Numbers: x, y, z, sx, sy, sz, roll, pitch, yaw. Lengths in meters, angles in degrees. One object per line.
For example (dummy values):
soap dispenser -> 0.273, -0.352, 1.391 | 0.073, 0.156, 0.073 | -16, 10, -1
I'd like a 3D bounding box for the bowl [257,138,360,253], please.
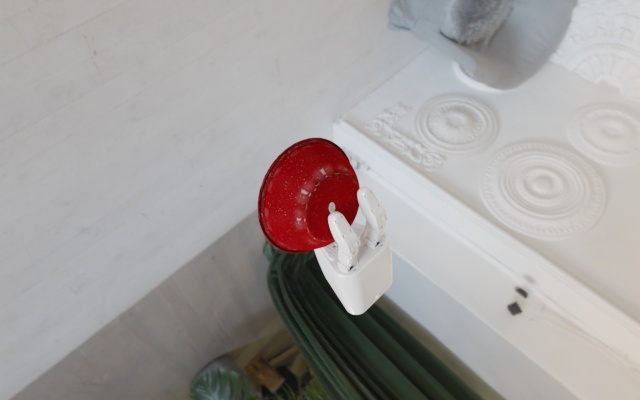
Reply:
bowl -> 0.000, 0.001, 0.622 | 0.162, 0.162, 0.055 | 0, 16, -41
